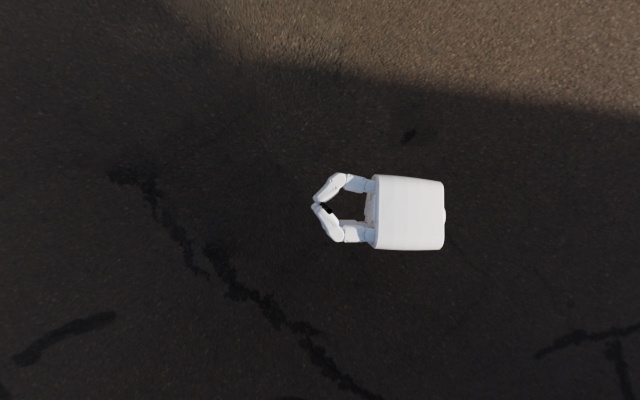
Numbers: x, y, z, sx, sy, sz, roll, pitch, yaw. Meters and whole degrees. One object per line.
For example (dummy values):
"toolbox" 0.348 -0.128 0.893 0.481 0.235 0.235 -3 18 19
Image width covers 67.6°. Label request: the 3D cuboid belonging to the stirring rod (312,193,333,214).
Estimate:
"stirring rod" 0.000 0.002 0.758 0.011 0.011 0.239 0 6 -6
